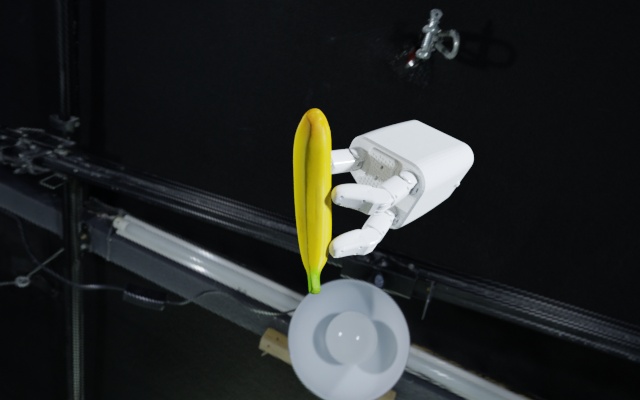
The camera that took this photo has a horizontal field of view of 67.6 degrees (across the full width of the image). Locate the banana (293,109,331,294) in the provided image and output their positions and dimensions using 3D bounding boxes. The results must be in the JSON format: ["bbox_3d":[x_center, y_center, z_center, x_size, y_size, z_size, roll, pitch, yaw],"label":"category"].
[{"bbox_3d":[-0.005,-0.004,0.474,0.037,0.198,0.069,-9,31,-12],"label":"banana"}]
